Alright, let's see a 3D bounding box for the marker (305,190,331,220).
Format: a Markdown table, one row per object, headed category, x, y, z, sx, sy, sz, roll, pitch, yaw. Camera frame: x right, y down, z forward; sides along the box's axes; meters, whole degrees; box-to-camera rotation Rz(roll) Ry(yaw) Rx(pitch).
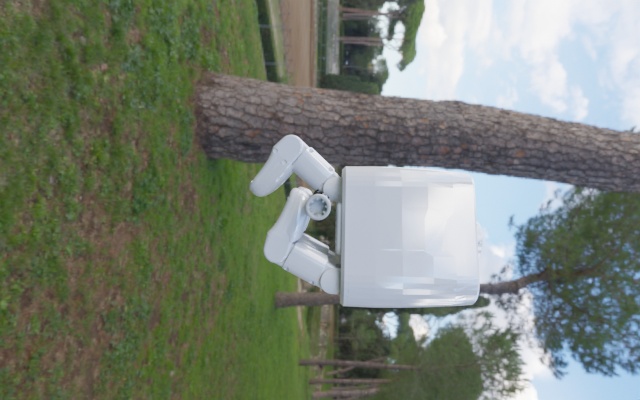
| category | x | y | z | sx | sy | sz | roll | pitch | yaw |
| --- | --- | --- | --- | --- | --- | --- | --- | --- | --- |
| marker | 0.000 | 0.001 | 0.405 | 0.020 | 0.020 | 0.121 | 0 | 3 | 2 |
